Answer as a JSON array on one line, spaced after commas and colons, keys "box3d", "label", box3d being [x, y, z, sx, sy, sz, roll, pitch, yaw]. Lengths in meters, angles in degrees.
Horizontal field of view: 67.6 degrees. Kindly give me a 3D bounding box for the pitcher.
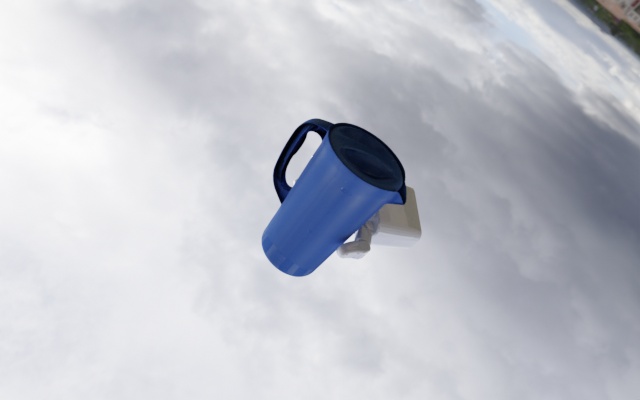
[{"box3d": [0.000, 0.002, 0.732, 0.145, 0.149, 0.243, 12, -47, -34], "label": "pitcher"}]
